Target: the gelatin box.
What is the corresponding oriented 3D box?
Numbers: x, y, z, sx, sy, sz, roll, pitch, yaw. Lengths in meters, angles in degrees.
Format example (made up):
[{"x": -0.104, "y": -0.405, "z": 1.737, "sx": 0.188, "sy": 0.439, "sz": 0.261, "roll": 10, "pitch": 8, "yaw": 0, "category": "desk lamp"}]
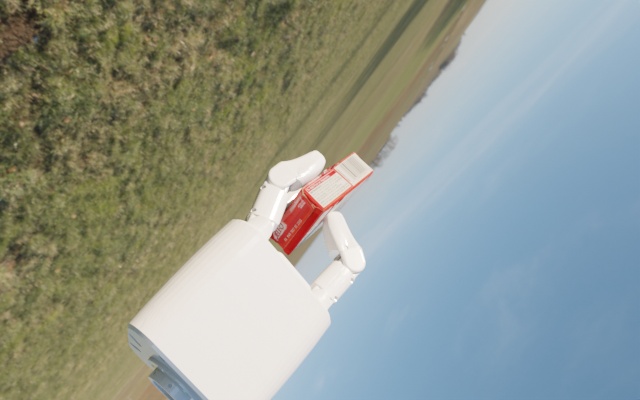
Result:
[{"x": 0.001, "y": 0.002, "z": 0.441, "sx": 0.089, "sy": 0.030, "sz": 0.073, "roll": -37, "pitch": -10, "yaw": -45, "category": "gelatin box"}]
